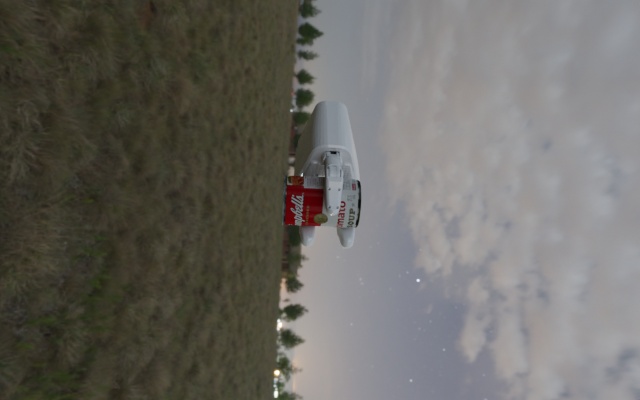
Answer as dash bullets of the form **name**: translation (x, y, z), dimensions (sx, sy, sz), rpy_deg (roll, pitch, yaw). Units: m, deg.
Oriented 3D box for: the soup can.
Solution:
- **soup can**: translation (0.000, 0.002, 0.647), dimensions (0.102, 0.068, 0.068), rpy_deg (3, 0, -4)
